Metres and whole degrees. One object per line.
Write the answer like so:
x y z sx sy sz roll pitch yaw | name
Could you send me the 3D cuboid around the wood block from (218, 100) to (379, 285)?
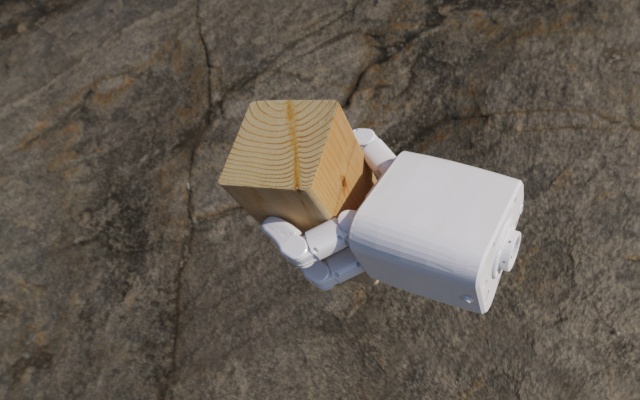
0.000 0.001 0.477 0.090 0.090 0.206 5 -28 25 | wood block
